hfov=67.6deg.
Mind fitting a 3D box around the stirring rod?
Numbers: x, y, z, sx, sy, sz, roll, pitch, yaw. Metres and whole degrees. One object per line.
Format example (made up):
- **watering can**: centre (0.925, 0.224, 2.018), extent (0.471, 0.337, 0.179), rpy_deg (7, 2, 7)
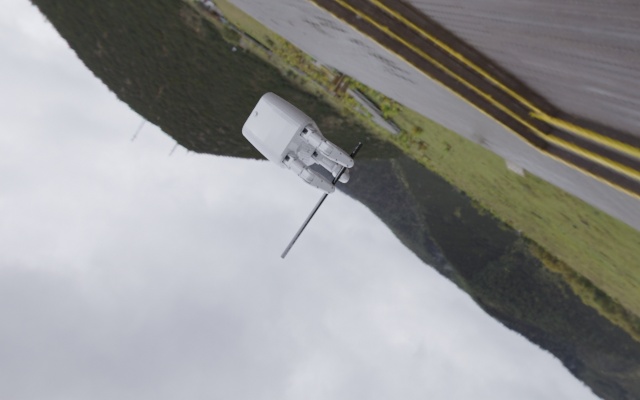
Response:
- **stirring rod**: centre (0.000, 0.003, 0.812), extent (0.011, 0.239, 0.011), rpy_deg (33, 12, -8)
